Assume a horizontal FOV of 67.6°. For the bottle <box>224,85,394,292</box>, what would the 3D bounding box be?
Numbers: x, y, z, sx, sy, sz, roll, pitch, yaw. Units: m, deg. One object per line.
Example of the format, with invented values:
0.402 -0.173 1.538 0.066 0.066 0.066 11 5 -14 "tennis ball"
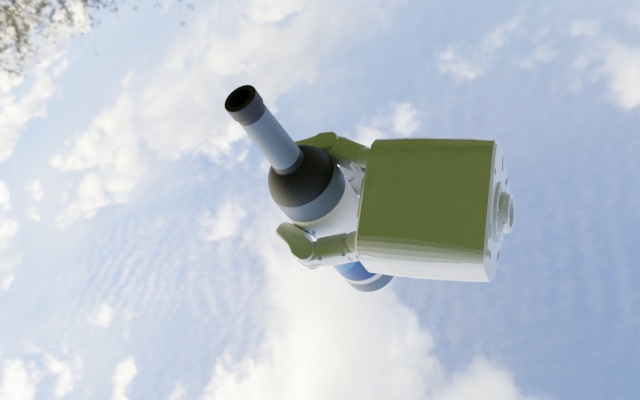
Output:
0.000 0.002 0.463 0.069 0.069 0.296 0 -32 29 "bottle"
